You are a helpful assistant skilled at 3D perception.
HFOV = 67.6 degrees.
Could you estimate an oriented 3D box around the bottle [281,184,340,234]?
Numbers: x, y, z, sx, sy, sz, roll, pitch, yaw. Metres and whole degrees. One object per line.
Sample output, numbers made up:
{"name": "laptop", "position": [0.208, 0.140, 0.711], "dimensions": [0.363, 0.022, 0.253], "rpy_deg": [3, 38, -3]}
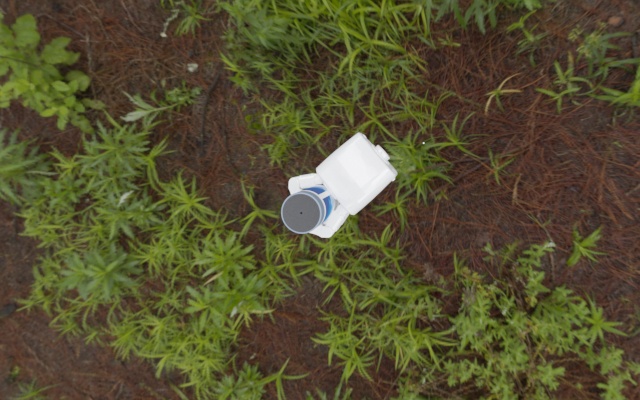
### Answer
{"name": "bottle", "position": [0.000, 0.003, 0.896], "dimensions": [0.069, 0.069, 0.295], "rpy_deg": [0, 7, 12]}
